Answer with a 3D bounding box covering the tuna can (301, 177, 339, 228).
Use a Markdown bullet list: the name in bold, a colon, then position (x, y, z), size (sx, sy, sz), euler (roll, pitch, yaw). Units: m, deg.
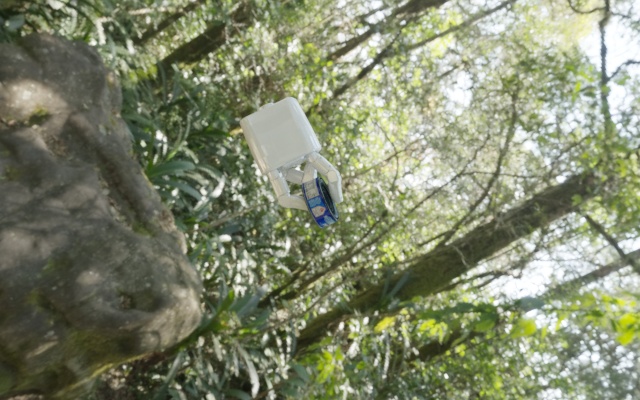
- **tuna can**: position (0.001, 0.003, 0.831), size (0.034, 0.086, 0.086), euler (-23, -5, 11)
